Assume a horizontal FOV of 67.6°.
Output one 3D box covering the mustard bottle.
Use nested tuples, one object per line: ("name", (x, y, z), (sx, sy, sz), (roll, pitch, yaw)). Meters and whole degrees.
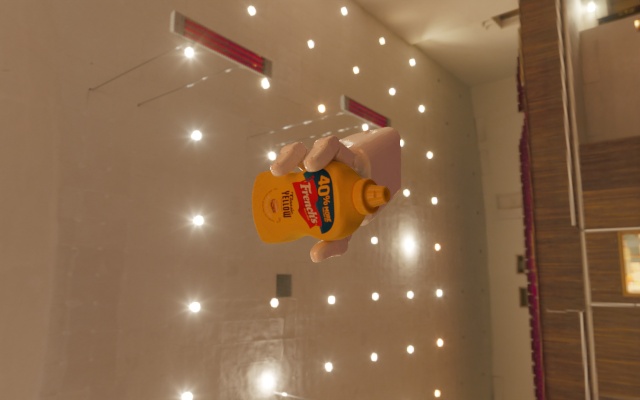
("mustard bottle", (0.000, 0.002, 0.587), (0.191, 0.096, 0.058), (-6, -5, 39))
